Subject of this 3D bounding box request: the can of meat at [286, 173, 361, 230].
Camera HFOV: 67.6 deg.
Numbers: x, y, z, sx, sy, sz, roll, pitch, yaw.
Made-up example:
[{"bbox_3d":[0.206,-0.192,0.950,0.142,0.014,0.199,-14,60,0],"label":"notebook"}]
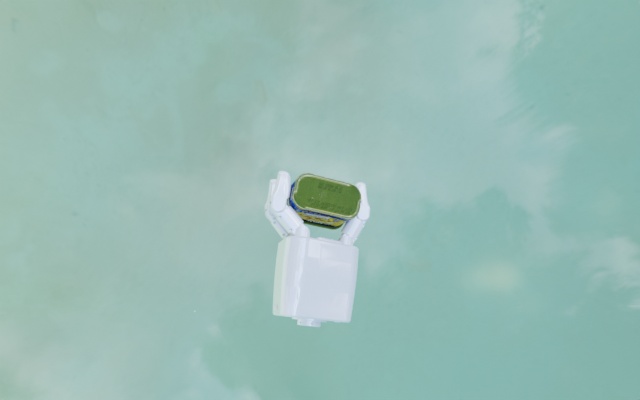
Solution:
[{"bbox_3d":[0.000,0.002,0.687,0.102,0.057,0.084,13,-14,-12],"label":"can of meat"}]
